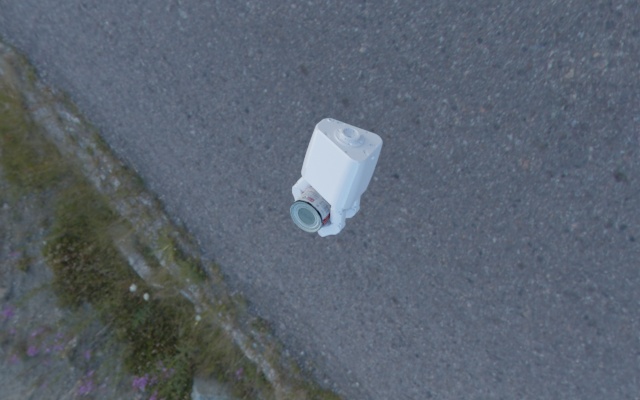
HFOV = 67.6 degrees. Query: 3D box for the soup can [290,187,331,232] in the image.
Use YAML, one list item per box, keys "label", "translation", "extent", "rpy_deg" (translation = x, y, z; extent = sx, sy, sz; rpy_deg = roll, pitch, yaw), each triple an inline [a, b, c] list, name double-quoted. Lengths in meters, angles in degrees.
- label: "soup can"
  translation: [0.000, 0.003, 0.865]
  extent: [0.068, 0.068, 0.102]
  rpy_deg: [0, 32, 37]
